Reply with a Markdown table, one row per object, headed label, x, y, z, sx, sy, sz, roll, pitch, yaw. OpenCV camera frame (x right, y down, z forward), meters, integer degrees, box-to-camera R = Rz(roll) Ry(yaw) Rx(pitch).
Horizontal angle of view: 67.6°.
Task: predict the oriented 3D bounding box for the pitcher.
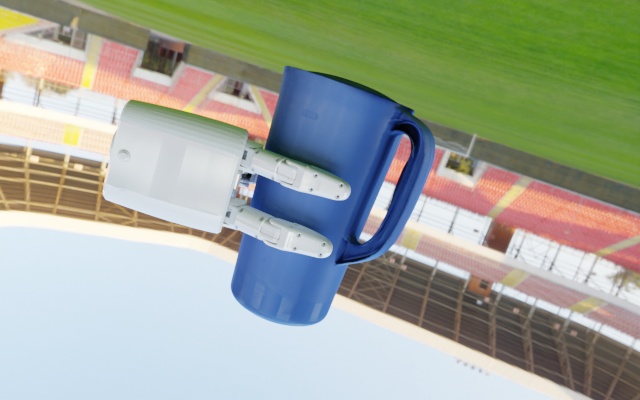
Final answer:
| label | x | y | z | sx | sy | sz | roll | pitch | yaw |
| --- | --- | --- | --- | --- | --- | --- | --- | --- | --- |
| pitcher | 0.000 | 0.001 | 0.477 | 0.145 | 0.243 | 0.149 | 16 | 11 | -11 |
